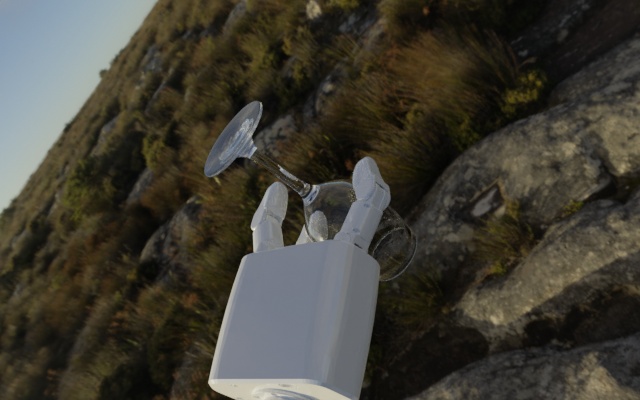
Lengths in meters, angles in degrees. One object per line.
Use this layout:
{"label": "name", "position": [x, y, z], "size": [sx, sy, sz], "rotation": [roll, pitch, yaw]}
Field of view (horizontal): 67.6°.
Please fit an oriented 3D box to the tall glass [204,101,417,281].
{"label": "tall glass", "position": [0.000, 0.001, 0.431], "size": [0.201, 0.079, 0.079], "rotation": [35, -18, -27]}
